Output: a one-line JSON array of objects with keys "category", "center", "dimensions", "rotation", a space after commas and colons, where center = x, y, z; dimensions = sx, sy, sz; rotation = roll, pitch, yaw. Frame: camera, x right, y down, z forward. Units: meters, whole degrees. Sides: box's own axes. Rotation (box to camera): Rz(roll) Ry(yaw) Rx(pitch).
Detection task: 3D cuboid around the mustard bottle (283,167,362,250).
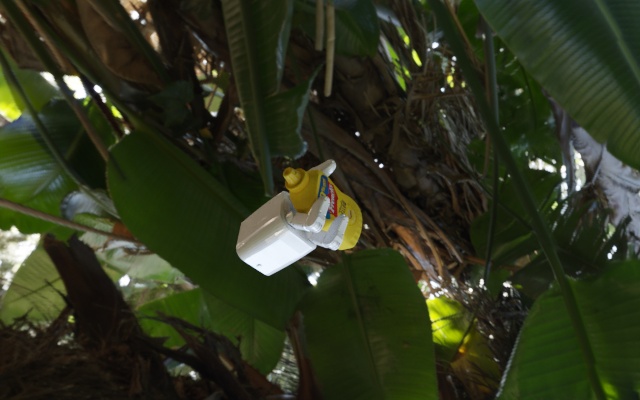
[{"category": "mustard bottle", "center": [0.001, 0.003, 0.823], "dimensions": [0.058, 0.096, 0.192], "rotation": [-14, -39, 33]}]
